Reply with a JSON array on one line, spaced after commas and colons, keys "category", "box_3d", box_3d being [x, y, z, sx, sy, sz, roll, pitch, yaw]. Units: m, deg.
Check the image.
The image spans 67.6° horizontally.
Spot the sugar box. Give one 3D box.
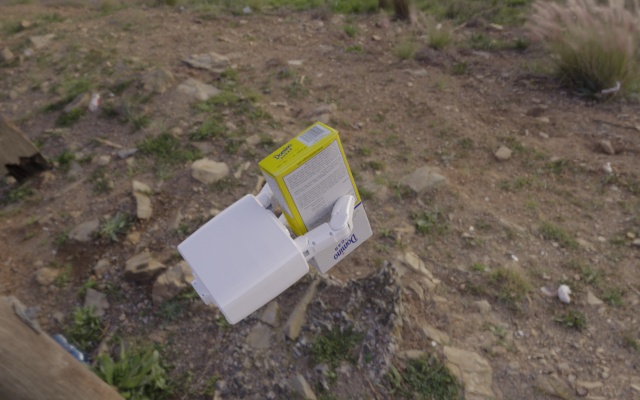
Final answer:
[{"category": "sugar box", "box_3d": [0.000, 0.002, 0.590, 0.093, 0.176, 0.048, -36, 45, -17]}]
